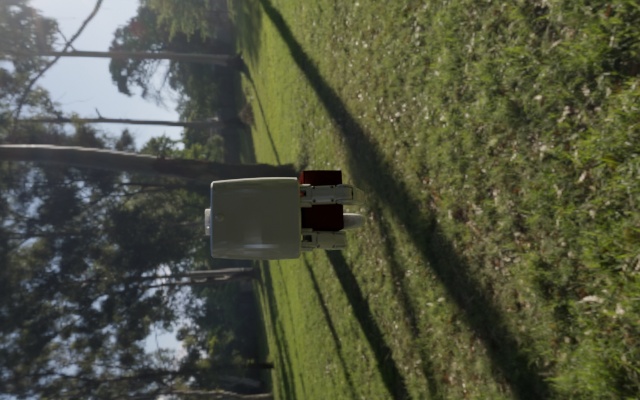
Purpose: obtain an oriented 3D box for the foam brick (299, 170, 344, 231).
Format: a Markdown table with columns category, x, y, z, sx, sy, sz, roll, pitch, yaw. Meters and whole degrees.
| category | x | y | z | sx | sy | sz | roll | pitch | yaw |
| --- | --- | --- | --- | --- | --- | --- | --- | --- | --- |
| foam brick | 0.000 | 0.002 | 0.622 | 0.051 | 0.078 | 0.053 | 0 | -9 | -8 |
